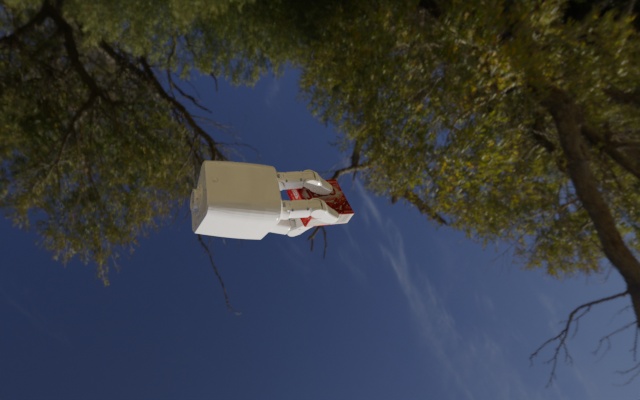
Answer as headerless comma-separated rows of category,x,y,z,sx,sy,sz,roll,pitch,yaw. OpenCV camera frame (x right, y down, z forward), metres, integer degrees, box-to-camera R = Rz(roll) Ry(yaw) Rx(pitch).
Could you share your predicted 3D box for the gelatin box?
gelatin box,0.000,0.003,0.765,0.089,0.073,0.030,-3,-37,-36
